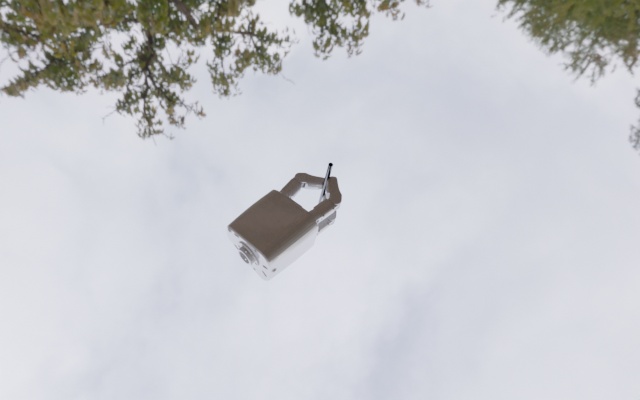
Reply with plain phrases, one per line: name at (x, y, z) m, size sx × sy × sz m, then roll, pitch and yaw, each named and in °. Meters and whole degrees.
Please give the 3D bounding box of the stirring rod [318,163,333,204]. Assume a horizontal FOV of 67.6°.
stirring rod at (0.000, 0.003, 0.882) m, size 0.011 × 0.011 × 0.240 m, roll 0°, pitch -31°, yaw -9°
